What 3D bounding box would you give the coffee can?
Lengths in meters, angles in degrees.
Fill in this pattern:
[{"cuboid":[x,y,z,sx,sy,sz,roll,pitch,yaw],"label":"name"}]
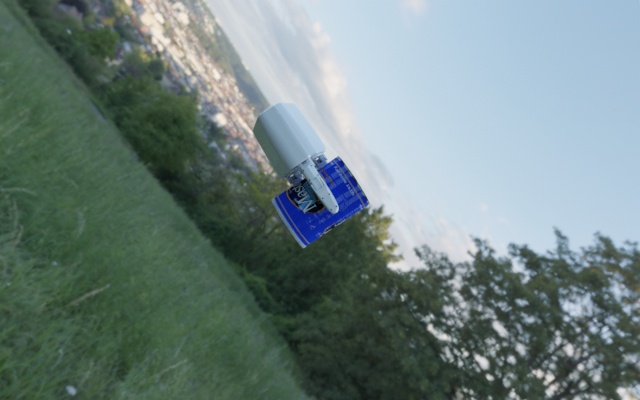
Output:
[{"cuboid":[0.000,0.003,0.835,0.140,0.103,0.103,-33,0,0],"label":"coffee can"}]
